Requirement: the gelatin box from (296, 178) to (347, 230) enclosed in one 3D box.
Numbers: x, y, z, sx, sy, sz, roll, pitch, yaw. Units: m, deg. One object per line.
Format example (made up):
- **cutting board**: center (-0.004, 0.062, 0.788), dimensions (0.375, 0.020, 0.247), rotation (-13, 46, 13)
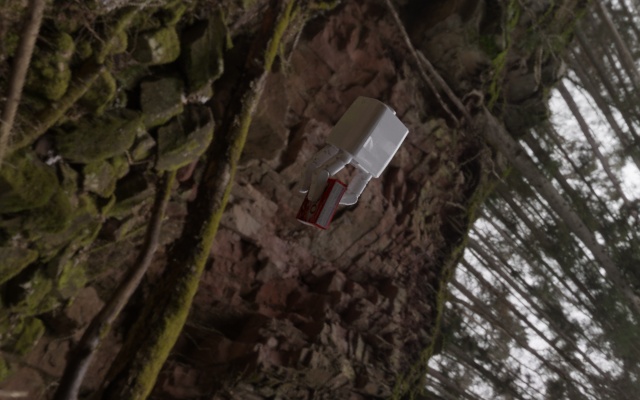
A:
- **gelatin box**: center (0.000, 0.003, 0.844), dimensions (0.030, 0.089, 0.073), rotation (30, -9, -30)
